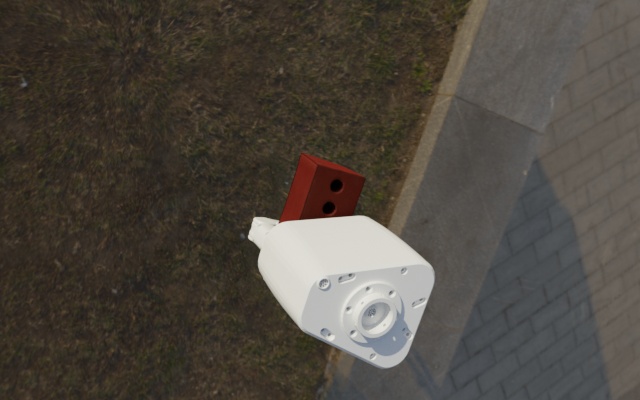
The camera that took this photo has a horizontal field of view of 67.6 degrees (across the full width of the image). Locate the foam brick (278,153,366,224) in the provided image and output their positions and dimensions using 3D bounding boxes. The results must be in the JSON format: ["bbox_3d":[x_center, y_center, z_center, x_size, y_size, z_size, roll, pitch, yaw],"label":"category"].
[{"bbox_3d":[0.000,0.001,0.459,0.053,0.078,0.051,14,9,-23],"label":"foam brick"}]
